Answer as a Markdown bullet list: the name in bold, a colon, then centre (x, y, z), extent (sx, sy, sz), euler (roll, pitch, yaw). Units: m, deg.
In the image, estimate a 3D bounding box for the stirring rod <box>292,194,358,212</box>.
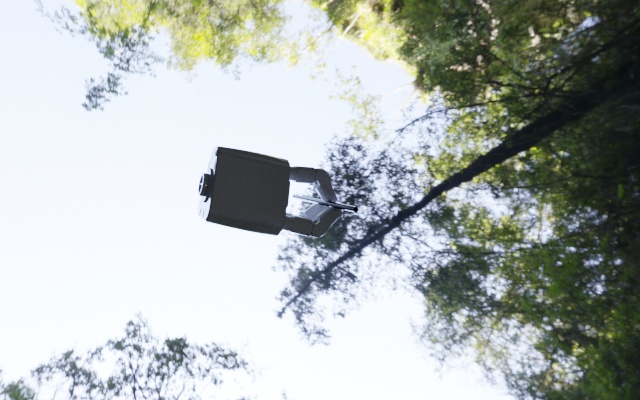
- **stirring rod**: centre (0.000, 0.002, 0.751), extent (0.011, 0.011, 0.239), euler (0, 5, -23)
